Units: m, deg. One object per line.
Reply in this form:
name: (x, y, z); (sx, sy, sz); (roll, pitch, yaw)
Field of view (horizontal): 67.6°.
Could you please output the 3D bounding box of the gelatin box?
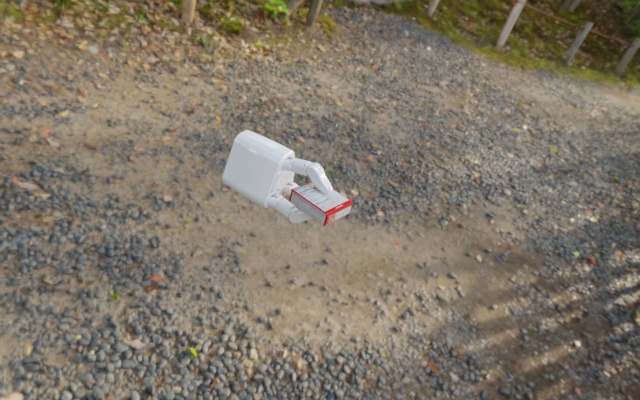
gelatin box: (0.000, 0.003, 0.850); (0.089, 0.030, 0.073); (33, 36, 28)
